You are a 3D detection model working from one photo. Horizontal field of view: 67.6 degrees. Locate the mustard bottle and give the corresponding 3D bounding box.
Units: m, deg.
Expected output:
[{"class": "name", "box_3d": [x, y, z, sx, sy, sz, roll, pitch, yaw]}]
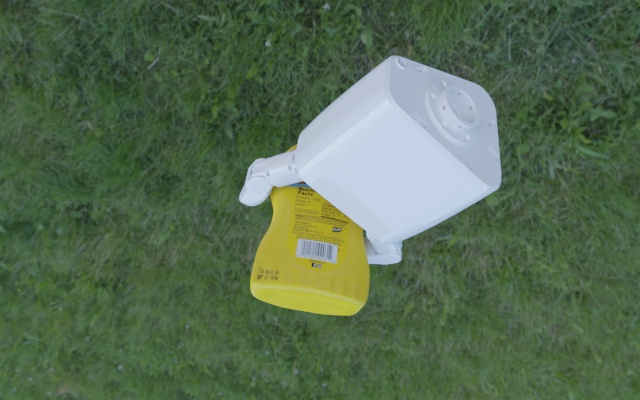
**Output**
[{"class": "mustard bottle", "box_3d": [0.000, 0.002, 0.434, 0.096, 0.191, 0.058, 10, -31, -4]}]
